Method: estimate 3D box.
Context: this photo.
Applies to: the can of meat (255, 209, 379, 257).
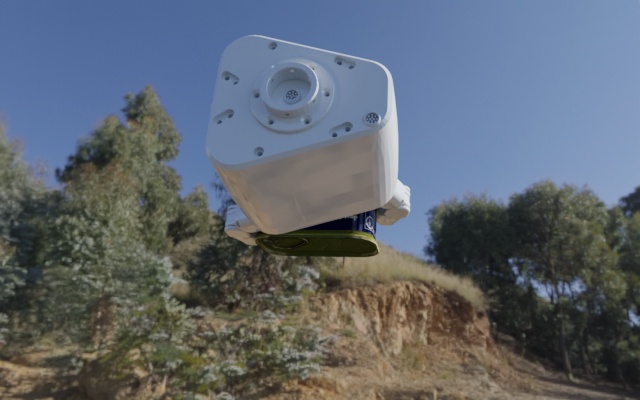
[{"bbox_3d":[0.000,0.001,0.414,0.102,0.084,0.057,-1,-21,12],"label":"can of meat"}]
